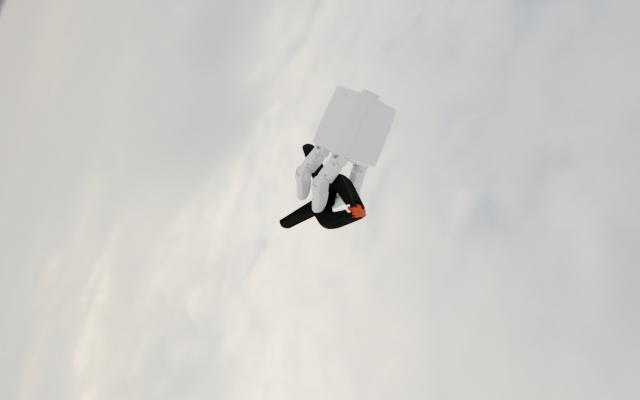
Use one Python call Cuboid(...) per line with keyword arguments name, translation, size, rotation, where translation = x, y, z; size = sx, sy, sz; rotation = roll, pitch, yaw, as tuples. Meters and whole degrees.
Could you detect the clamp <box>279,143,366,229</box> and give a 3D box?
Cuboid(name="clamp", translation=(0.001, 0.003, 0.827), size=(0.036, 0.164, 0.210), rotation=(13, 13, -37))
